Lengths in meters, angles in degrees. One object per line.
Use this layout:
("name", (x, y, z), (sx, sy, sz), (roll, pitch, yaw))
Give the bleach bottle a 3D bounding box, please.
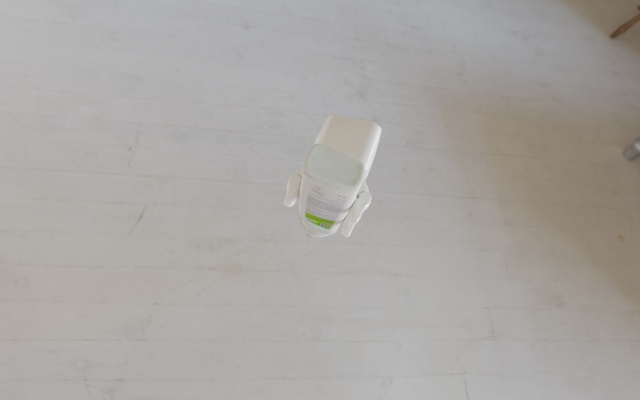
("bleach bottle", (0.000, 0.003, 0.849), (0.102, 0.068, 0.251), (22, -29, -1))
